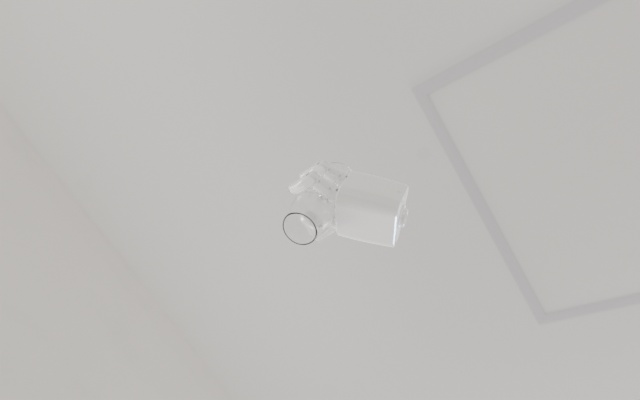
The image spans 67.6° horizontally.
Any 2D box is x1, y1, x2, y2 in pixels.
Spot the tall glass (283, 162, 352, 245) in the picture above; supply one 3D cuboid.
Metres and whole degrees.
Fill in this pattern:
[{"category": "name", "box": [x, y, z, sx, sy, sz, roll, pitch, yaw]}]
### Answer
[{"category": "tall glass", "box": [0.000, 0.003, 0.867, 0.079, 0.079, 0.201, 0, 27, 24]}]
